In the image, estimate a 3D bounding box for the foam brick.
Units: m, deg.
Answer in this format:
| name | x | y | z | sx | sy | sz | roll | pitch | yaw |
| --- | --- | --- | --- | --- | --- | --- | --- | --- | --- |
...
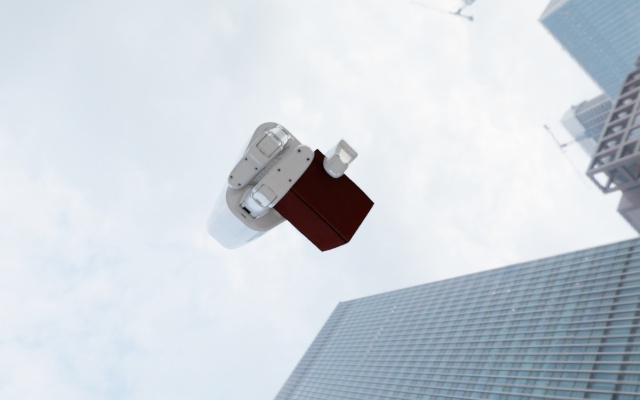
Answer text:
| name | x | y | z | sx | sy | sz | roll | pitch | yaw |
| --- | --- | --- | --- | --- | --- | --- | --- | --- | --- |
| foam brick | 0.000 | 0.002 | 0.447 | 0.053 | 0.078 | 0.051 | -51 | 8 | -31 |
